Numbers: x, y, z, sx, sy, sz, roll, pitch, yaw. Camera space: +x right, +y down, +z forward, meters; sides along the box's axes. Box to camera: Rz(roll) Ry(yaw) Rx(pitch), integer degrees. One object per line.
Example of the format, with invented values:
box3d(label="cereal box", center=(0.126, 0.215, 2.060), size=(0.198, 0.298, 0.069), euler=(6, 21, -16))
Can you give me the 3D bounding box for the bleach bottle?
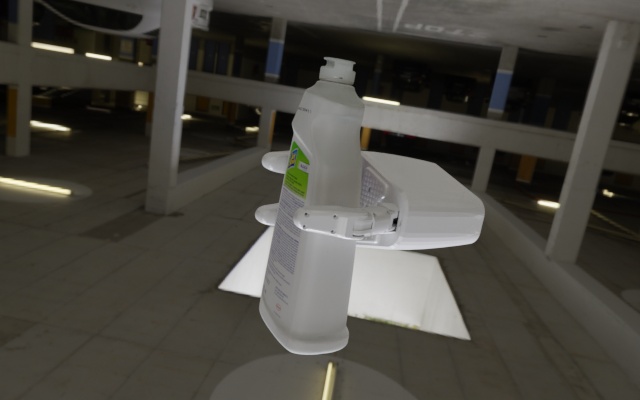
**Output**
box3d(label="bleach bottle", center=(0.000, 0.001, 0.433), size=(0.068, 0.251, 0.102), euler=(3, 14, -29))
